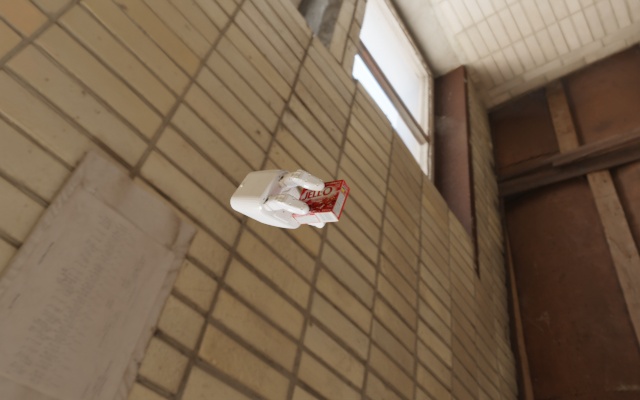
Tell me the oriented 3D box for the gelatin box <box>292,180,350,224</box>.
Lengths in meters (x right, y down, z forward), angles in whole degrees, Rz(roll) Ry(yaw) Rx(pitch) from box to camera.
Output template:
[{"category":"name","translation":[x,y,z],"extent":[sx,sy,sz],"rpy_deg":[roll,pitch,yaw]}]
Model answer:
[{"category":"gelatin box","translation":[0.001,0.003,0.845],"extent":[0.089,0.073,0.030],"rpy_deg":[-6,-43,35]}]
